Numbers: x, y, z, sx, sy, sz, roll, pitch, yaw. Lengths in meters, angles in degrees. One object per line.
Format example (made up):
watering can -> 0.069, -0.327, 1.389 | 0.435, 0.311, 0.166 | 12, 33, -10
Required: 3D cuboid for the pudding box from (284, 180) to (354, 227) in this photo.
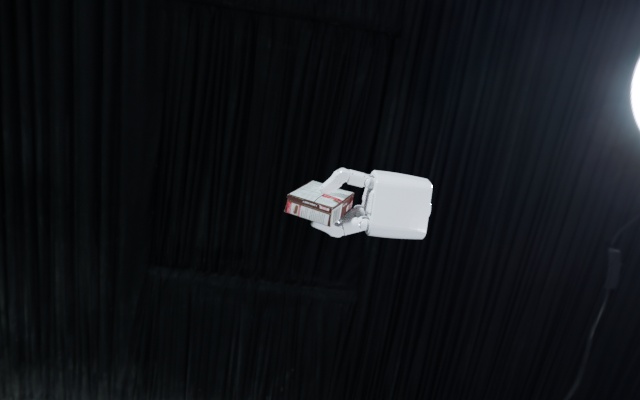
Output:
pudding box -> 0.000, 0.003, 0.862 | 0.090, 0.039, 0.113 | 16, 20, 19
